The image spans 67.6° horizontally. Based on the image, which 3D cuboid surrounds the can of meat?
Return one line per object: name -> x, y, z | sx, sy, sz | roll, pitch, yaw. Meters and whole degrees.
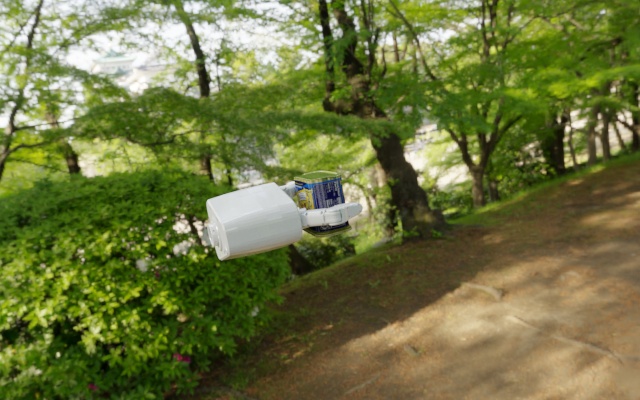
can of meat -> 0.000, 0.002, 0.713 | 0.057, 0.084, 0.102 | -13, 11, -19
